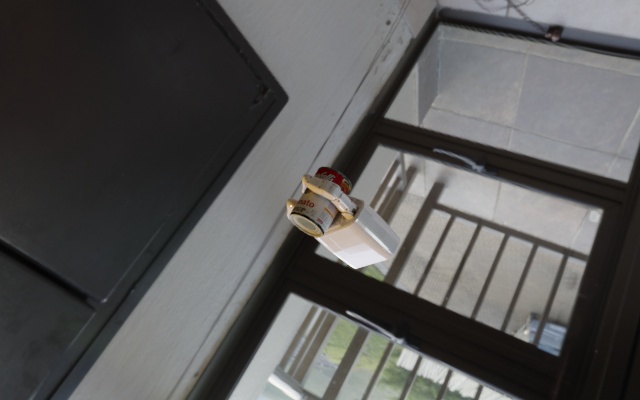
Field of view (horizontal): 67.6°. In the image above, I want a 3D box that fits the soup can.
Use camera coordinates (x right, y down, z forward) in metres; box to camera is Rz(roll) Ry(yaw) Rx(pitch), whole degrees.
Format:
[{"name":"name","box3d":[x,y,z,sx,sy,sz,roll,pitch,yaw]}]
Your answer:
[{"name":"soup can","box3d":[0.000,0.003,0.809,0.068,0.102,0.068,26,-23,12]}]
